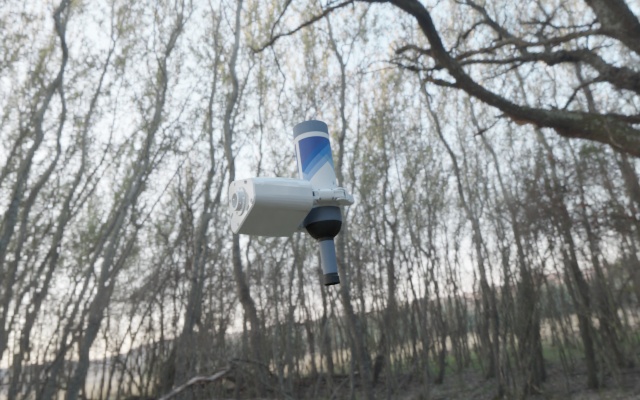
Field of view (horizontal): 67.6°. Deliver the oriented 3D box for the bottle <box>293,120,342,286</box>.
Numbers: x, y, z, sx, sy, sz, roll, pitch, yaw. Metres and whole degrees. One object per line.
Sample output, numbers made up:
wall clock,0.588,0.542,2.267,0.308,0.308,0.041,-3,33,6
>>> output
bottle,0.000,0.003,0.848,0.069,0.295,0.069,-7,-18,-2
